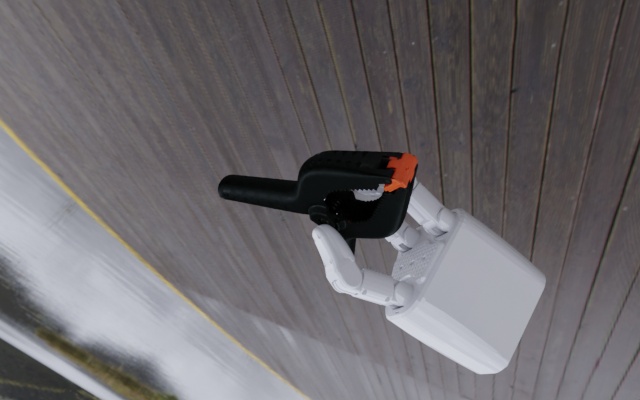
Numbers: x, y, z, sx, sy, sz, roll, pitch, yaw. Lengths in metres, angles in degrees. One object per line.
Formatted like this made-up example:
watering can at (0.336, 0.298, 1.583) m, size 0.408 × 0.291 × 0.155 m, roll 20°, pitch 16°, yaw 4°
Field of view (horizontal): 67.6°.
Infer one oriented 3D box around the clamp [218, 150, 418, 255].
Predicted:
clamp at (0.000, 0.002, 0.413) m, size 0.164 × 0.036 × 0.210 m, roll 33°, pitch -30°, yaw -10°
